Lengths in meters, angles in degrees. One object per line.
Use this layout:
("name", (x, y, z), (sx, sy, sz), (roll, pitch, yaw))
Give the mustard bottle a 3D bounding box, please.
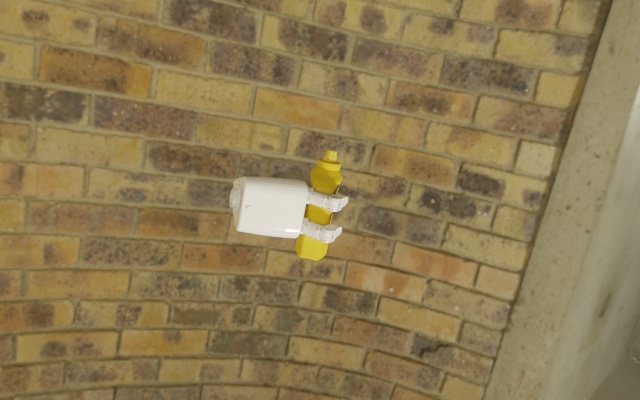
("mustard bottle", (0.000, 0.003, 0.853), (0.058, 0.192, 0.096), (13, 14, 4))
